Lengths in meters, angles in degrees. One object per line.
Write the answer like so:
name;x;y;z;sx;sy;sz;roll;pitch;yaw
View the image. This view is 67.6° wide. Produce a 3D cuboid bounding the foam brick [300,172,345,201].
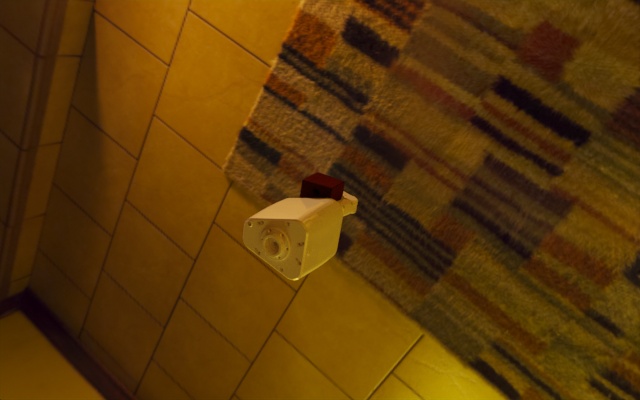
foam brick;0.000;0.002;0.764;0.053;0.078;0.051;18;22;23
